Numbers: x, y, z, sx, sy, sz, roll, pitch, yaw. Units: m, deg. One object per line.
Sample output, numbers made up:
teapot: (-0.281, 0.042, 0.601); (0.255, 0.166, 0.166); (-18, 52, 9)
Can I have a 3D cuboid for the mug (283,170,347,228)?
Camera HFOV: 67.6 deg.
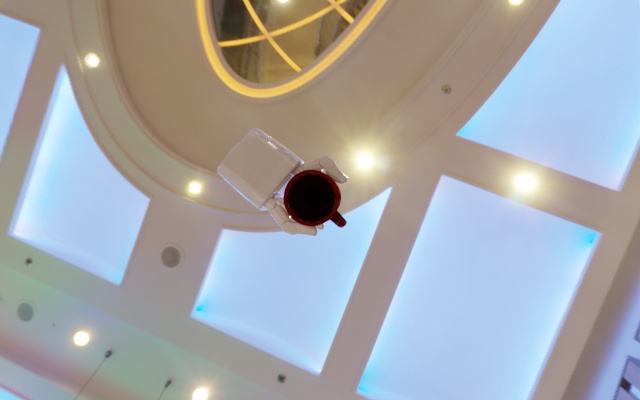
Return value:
mug: (0.001, 0.004, 0.818); (0.117, 0.093, 0.081); (40, 8, 7)
